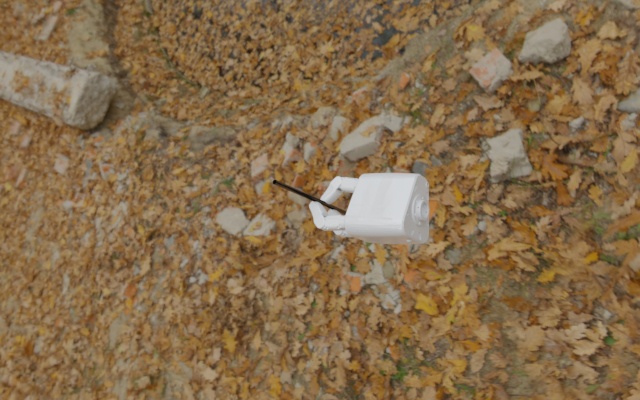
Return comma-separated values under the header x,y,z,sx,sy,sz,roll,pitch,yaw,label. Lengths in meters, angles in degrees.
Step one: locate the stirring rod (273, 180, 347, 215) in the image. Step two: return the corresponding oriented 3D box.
x,y,z,sx,sy,sz,roll,pitch,yaw,label
0.000,0.003,0.839,0.011,0.011,0.239,0,-15,38,stirring rod
